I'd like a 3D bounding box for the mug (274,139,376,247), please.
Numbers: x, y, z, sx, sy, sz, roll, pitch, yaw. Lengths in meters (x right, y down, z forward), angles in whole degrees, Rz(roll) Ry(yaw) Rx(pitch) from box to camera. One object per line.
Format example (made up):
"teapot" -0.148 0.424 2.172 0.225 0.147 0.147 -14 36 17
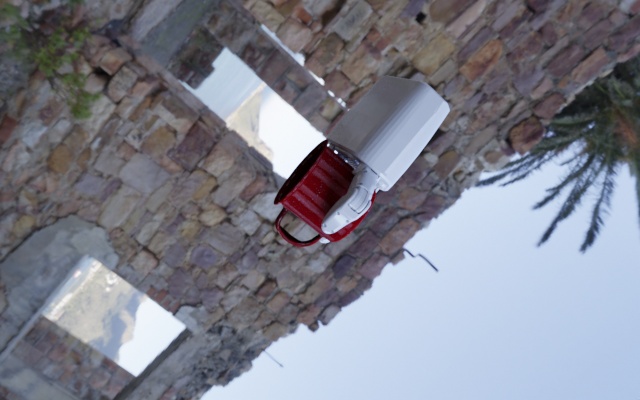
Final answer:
"mug" -0.001 0.003 0.536 0.081 0.117 0.093 39 0 -12
